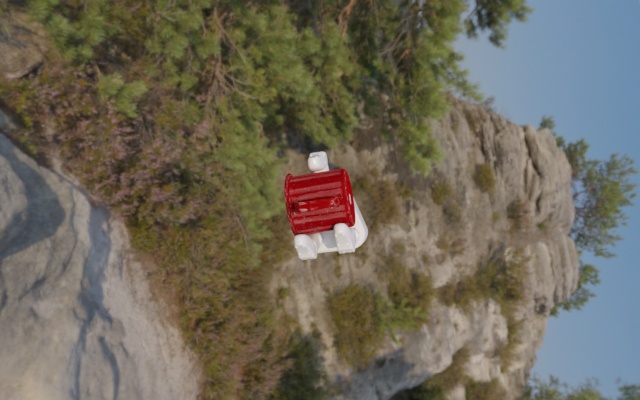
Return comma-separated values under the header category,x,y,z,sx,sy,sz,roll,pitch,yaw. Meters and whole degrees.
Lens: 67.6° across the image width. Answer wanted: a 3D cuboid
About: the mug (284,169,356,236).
category,x,y,z,sx,sy,sz,roll,pitch,yaw
mug,0.000,0.002,0.643,0.081,0.093,0.117,-9,-1,9
